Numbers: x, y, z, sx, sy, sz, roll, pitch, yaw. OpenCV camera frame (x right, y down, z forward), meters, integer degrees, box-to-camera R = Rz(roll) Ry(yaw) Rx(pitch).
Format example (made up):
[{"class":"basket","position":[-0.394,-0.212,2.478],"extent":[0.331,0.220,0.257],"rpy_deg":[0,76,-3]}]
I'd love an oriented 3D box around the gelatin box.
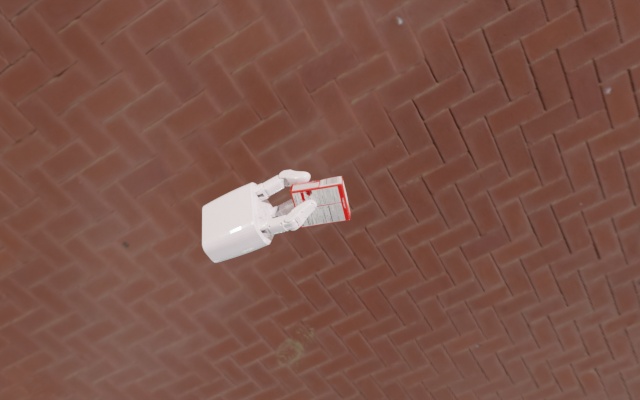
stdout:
[{"class":"gelatin box","position":[0.000,0.003,0.797],"extent":[0.089,0.073,0.030],"rpy_deg":[-9,31,10]}]
